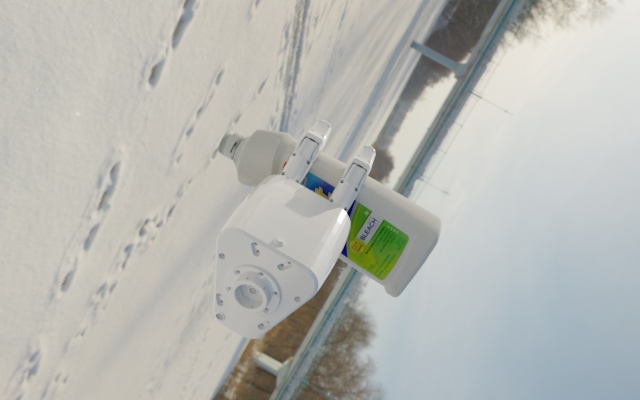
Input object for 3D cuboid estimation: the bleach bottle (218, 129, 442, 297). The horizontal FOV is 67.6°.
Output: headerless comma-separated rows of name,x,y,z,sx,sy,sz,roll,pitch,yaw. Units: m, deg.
bleach bottle,0.000,0.002,0.527,0.251,0.103,0.068,29,29,2
